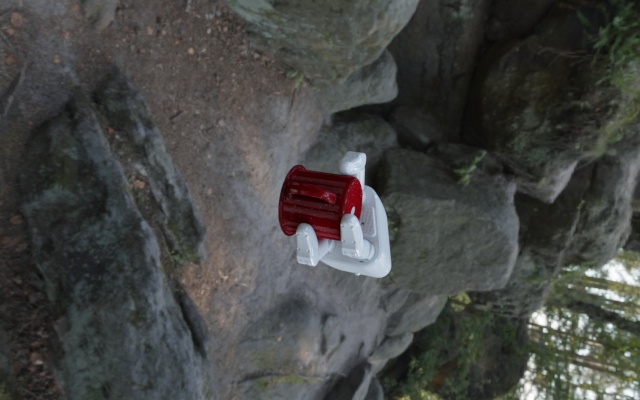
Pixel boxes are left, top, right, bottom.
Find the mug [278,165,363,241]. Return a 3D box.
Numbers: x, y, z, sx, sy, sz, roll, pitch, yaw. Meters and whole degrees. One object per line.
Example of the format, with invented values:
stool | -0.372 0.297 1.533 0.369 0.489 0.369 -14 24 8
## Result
mug | 0.000 0.001 0.586 0.081 0.093 0.117 9 -15 20
